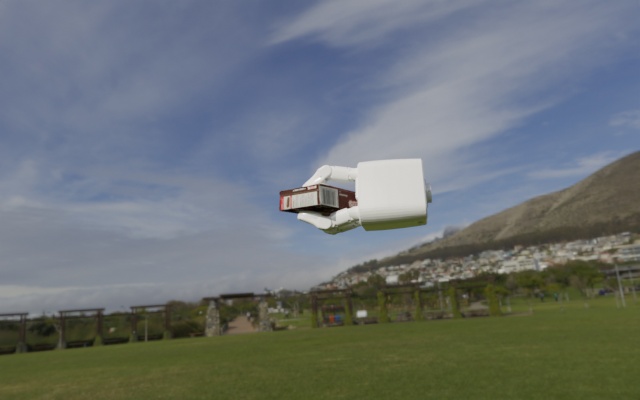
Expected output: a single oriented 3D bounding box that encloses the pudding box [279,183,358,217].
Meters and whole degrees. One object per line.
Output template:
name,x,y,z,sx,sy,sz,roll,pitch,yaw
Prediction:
pudding box,0.000,0.002,0.803,0.090,0.039,0.113,-10,-15,39
